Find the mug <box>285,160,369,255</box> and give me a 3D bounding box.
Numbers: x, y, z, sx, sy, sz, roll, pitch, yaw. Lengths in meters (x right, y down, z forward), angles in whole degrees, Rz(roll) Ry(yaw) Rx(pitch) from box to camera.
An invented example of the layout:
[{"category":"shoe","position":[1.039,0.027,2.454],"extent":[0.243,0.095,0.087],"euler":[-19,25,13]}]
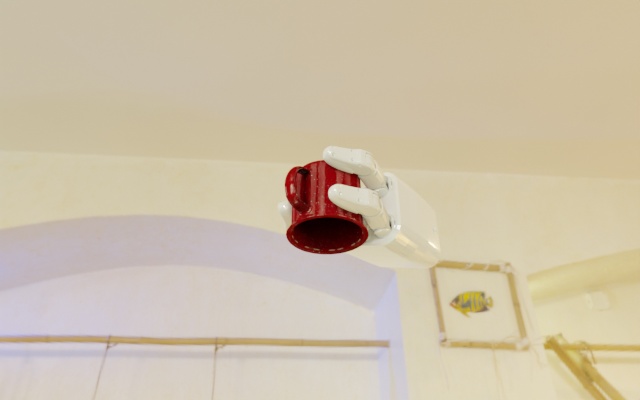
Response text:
[{"category":"mug","position":[-0.001,0.001,0.551],"extent":[0.093,0.081,0.117],"euler":[-24,-40,33]}]
